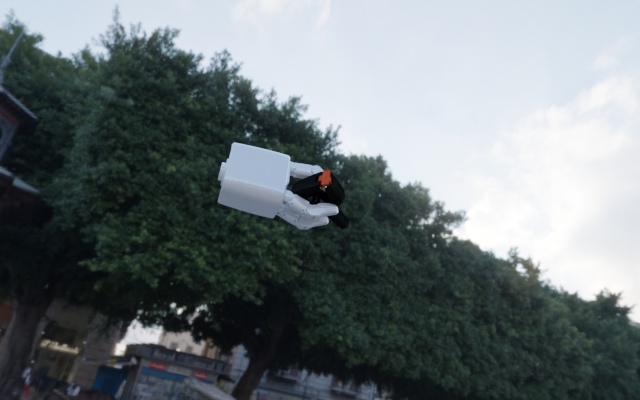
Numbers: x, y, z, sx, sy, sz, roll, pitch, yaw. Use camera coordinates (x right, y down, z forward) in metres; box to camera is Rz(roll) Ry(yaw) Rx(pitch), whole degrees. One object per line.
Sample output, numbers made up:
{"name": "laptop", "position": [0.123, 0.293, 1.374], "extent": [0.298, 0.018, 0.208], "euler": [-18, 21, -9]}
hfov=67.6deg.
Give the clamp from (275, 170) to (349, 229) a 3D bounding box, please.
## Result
{"name": "clamp", "position": [0.000, 0.002, 0.879], "extent": [0.164, 0.036, 0.210], "euler": [12, -24, -13]}
